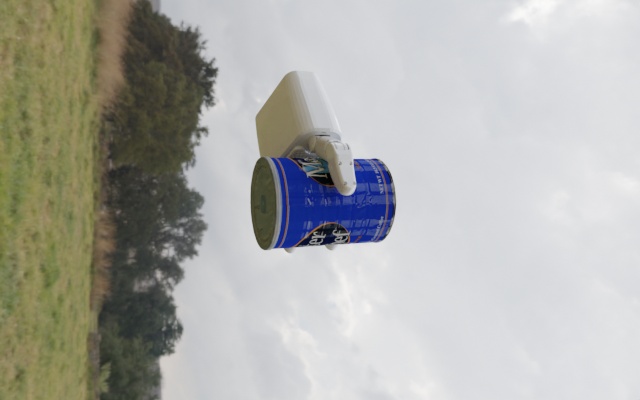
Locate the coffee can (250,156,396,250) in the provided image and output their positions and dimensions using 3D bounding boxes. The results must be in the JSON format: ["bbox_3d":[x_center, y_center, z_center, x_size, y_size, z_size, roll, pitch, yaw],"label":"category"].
[{"bbox_3d":[0.000,0.002,0.547,0.140,0.103,0.103,-1,0,-22],"label":"coffee can"}]
